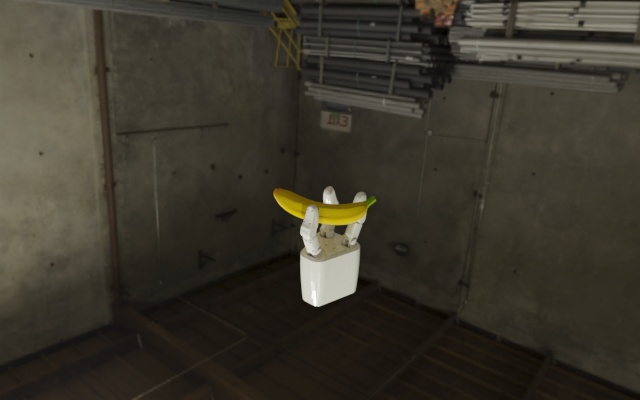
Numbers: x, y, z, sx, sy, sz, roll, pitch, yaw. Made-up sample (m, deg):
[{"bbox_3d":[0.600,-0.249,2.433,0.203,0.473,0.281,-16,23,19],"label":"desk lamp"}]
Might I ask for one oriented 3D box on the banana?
[{"bbox_3d":[-0.002,0.013,0.878,0.198,0.037,0.069,7,33,14],"label":"banana"}]
